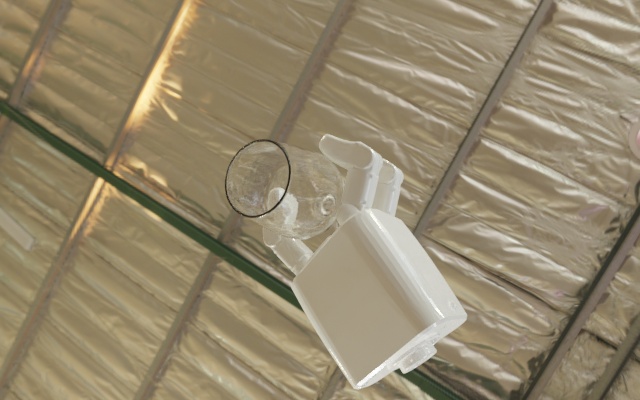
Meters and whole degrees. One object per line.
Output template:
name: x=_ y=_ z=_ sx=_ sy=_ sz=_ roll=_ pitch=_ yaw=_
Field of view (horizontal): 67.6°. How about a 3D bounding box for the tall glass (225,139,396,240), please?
tall glass: x=0.000 y=0.002 z=0.445 sx=0.079 sy=0.079 sz=0.201 roll=0 pitch=-11 yaw=30
